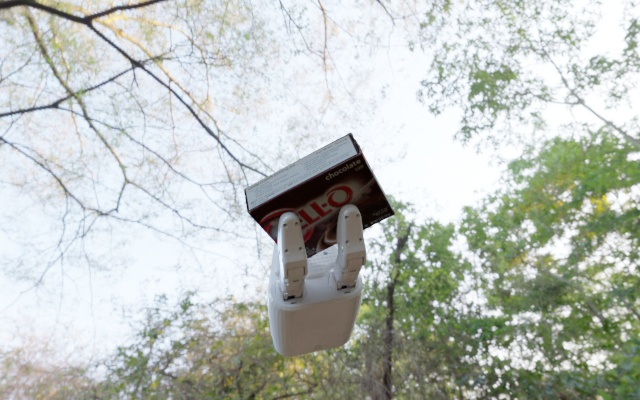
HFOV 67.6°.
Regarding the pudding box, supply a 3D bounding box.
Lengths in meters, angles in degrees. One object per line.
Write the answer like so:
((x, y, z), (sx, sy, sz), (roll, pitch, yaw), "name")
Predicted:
((0.000, 0.001, 0.441), (0.113, 0.039, 0.090), (-29, -45, 7), "pudding box")
